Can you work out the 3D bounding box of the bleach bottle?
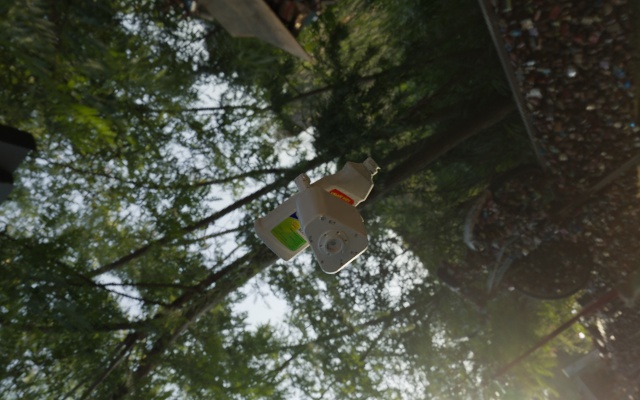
[{"bbox_3d":[0.000,0.003,0.895,0.251,0.102,0.068,-39,23,10],"label":"bleach bottle"}]
